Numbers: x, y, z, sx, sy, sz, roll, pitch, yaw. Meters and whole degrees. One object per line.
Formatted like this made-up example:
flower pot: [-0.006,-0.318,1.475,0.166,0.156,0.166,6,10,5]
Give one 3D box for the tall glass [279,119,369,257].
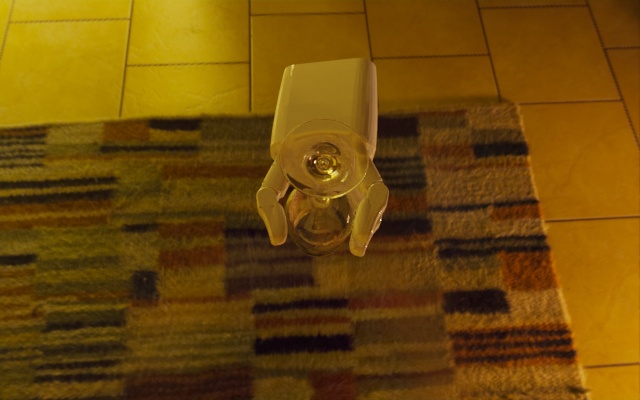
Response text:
tall glass: [0.000,0.001,0.486,0.079,0.079,0.201,0,-23,-2]
